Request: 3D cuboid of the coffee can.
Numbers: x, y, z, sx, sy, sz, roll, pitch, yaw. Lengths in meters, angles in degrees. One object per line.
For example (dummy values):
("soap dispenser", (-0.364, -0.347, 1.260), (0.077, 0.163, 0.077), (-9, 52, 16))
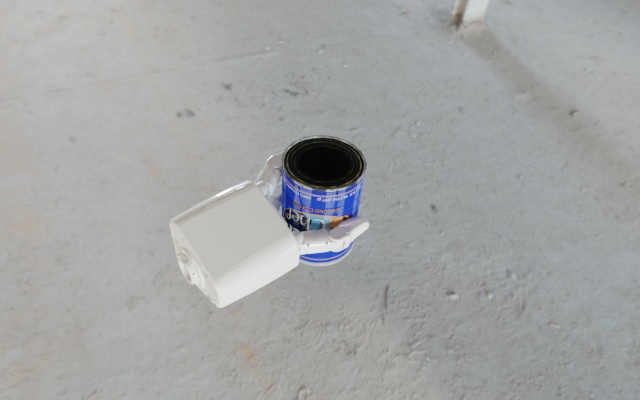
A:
("coffee can", (0.000, 0.002, 0.618), (0.103, 0.140, 0.102), (3, 44, -3))
